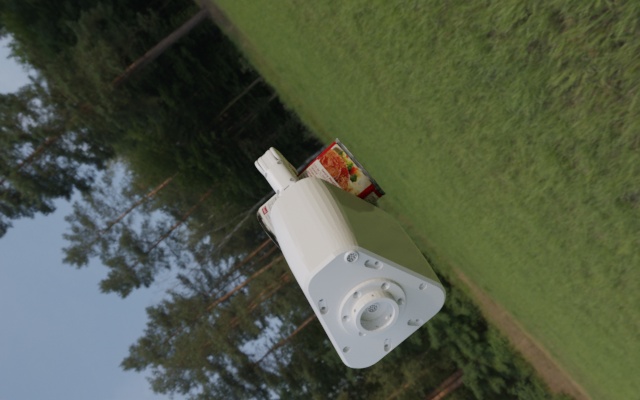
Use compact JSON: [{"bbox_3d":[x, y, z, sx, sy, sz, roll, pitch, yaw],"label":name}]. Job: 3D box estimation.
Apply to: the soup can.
[{"bbox_3d":[0.000,0.001,0.444,0.102,0.068,0.068,-41,-5,6],"label":"soup can"}]
